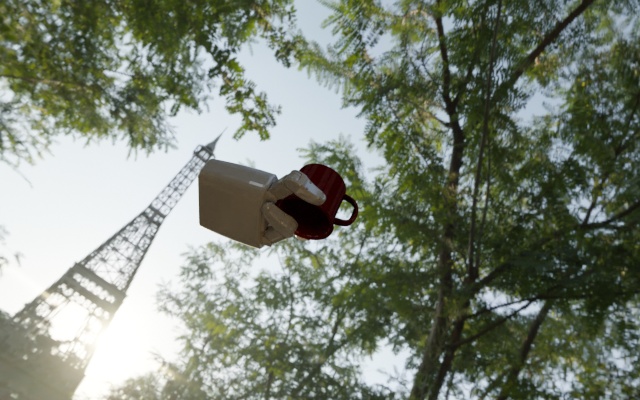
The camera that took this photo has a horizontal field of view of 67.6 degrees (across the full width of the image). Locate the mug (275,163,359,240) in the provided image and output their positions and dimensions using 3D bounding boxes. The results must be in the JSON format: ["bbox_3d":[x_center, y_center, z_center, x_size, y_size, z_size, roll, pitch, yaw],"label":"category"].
[{"bbox_3d":[0.002,0.003,0.710,0.117,0.081,0.093,17,-39,12],"label":"mug"}]
